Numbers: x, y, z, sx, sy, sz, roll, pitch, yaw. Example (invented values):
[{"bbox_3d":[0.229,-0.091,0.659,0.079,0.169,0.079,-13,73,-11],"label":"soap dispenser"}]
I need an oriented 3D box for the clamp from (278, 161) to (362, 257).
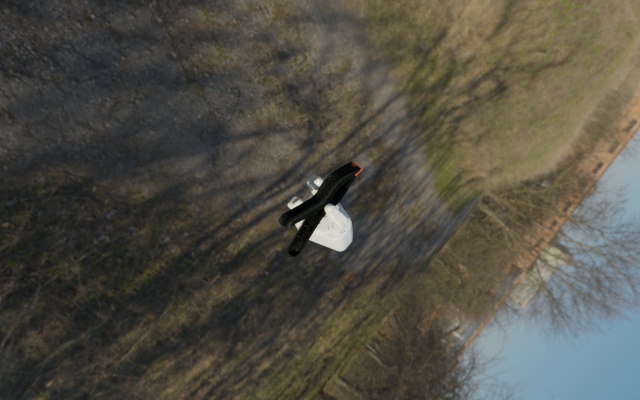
[{"bbox_3d":[0.001,0.003,0.874,0.036,0.210,0.165,37,-12,17],"label":"clamp"}]
